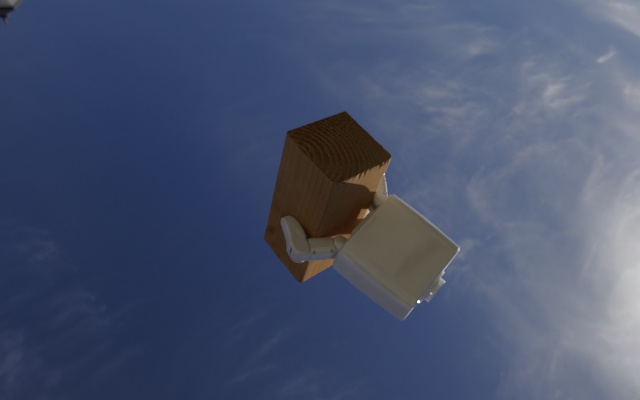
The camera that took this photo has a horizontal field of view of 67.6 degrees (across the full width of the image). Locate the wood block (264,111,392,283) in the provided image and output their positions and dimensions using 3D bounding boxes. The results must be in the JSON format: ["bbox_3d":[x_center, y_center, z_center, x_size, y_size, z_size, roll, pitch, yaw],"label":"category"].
[{"bbox_3d":[0.000,0.002,0.607,0.091,0.090,0.206,-26,-28,-32],"label":"wood block"}]
